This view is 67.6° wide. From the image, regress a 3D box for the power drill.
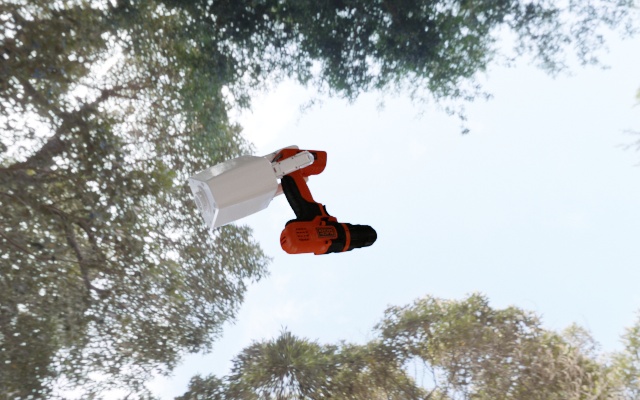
[{"bbox_3d":[0.000,0.002,0.810,0.184,0.187,0.057,0,-31,-35],"label":"power drill"}]
